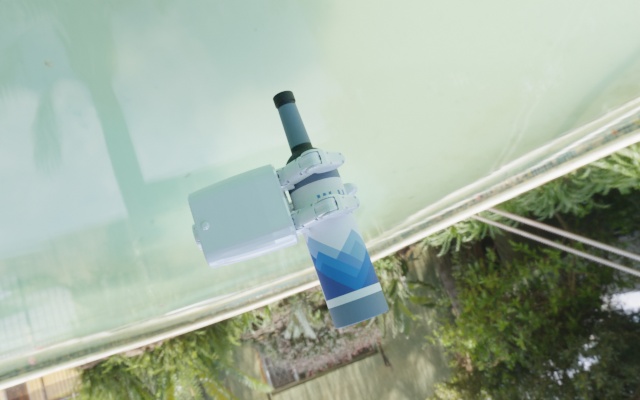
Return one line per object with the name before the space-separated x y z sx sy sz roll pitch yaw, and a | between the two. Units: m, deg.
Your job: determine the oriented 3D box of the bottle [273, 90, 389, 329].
bottle | 0.000 0.002 0.582 0.069 0.295 0.069 -19 -11 -4
